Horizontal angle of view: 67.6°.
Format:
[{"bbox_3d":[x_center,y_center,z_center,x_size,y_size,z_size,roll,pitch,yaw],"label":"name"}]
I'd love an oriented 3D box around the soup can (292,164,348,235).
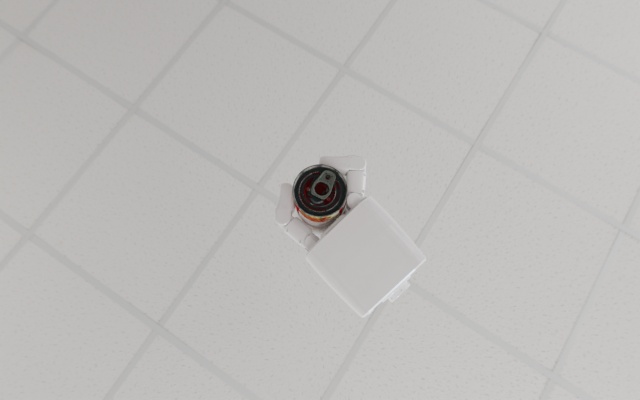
[{"bbox_3d":[0.000,0.002,0.626,0.068,0.068,0.102,0,-17,0],"label":"soup can"}]
